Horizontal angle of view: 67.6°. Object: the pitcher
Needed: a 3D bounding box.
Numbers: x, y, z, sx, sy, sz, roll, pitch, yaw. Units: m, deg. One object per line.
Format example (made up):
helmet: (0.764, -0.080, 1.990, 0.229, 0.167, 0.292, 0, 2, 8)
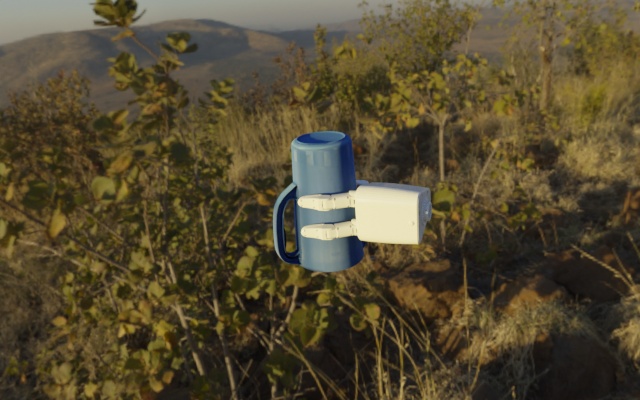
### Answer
pitcher: (0.000, 0.003, 0.883, 0.145, 0.243, 0.149, 5, 24, 23)
